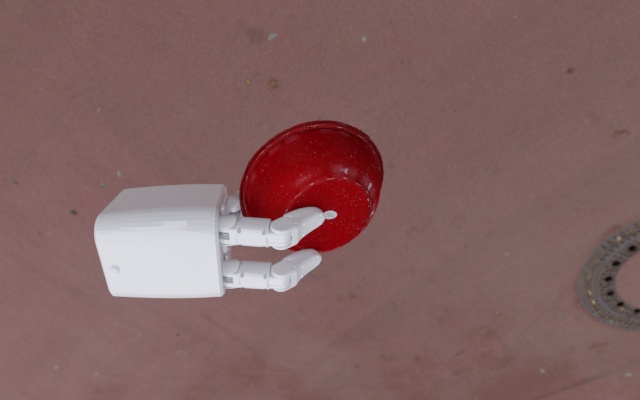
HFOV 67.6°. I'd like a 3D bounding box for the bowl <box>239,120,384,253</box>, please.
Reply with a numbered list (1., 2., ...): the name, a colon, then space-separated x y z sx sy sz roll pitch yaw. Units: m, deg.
1. bowl: 0.001 0.001 0.495 0.162 0.162 0.055 0 34 -21
